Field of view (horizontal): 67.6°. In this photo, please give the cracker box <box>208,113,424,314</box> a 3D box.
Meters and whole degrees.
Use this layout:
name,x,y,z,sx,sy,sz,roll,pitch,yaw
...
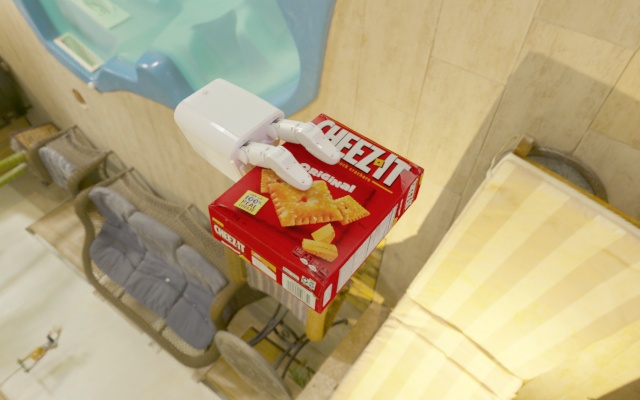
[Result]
name,x,y,z,sx,sy,sz,roll,pitch,yaw
cracker box,0.000,0.002,0.576,0.164,0.072,0.213,32,56,20
